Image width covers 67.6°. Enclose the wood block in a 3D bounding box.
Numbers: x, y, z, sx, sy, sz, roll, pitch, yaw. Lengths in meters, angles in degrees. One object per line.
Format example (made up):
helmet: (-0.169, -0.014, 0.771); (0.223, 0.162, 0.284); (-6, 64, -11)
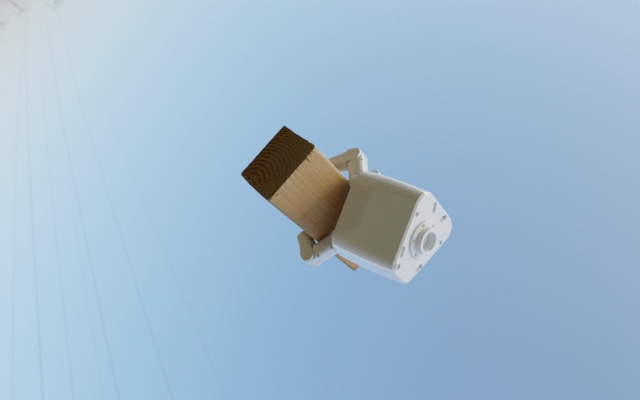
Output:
wood block: (0.000, 0.003, 0.671); (0.206, 0.091, 0.090); (43, -3, -41)
